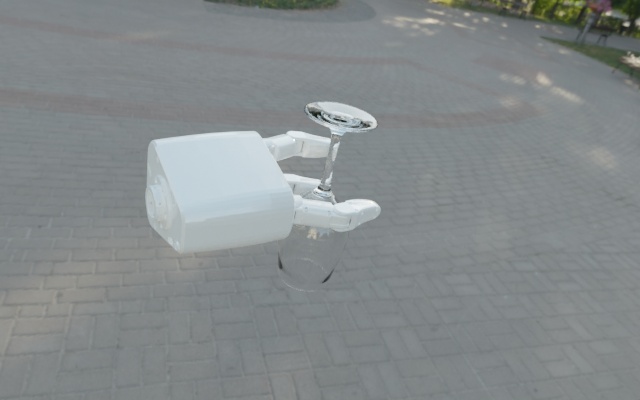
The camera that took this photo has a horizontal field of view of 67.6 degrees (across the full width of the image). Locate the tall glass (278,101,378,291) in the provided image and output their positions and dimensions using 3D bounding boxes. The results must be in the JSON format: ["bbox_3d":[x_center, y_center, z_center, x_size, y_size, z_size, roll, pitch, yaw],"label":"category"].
[{"bbox_3d":[0.000,0.001,0.513,0.079,0.201,0.079,10,29,-6],"label":"tall glass"}]
